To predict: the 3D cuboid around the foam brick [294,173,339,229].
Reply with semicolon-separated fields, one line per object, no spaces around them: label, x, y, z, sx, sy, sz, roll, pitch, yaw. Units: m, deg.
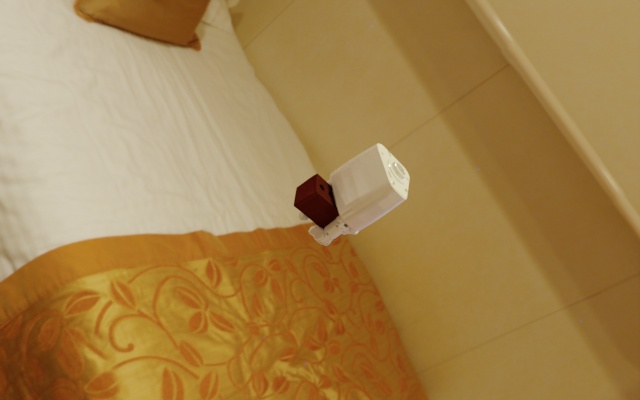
foam brick;0.000;0.003;0.824;0.051;0.053;0.078;-34;-58;27
